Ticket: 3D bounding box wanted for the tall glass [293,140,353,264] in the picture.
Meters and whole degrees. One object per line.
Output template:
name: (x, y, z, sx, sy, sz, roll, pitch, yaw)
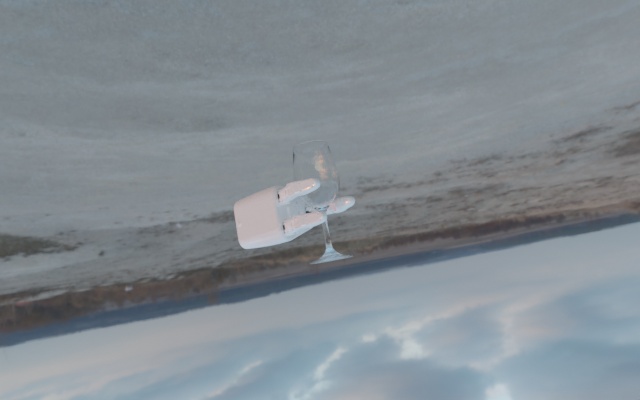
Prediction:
tall glass: (0.000, 0.003, 0.809, 0.079, 0.201, 0.079, -10, -9, -2)
